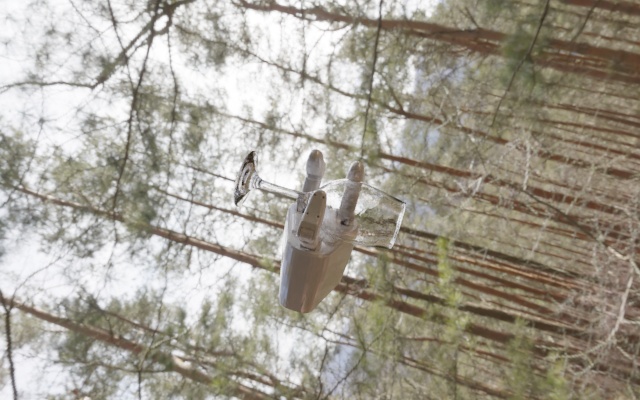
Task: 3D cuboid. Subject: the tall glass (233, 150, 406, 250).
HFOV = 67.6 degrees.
[{"bbox_3d":[-0.001,0.002,0.590,0.201,0.079,0.079,17,2,7],"label":"tall glass"}]
